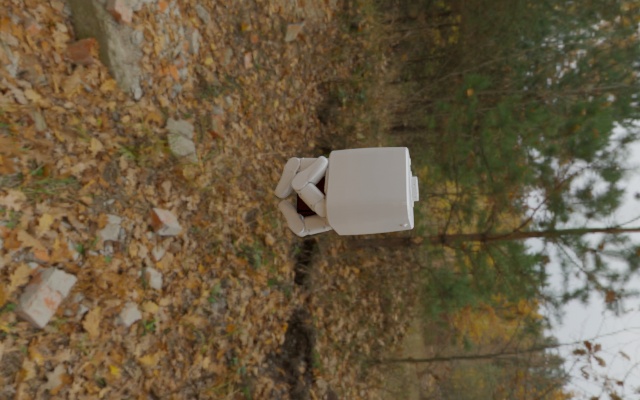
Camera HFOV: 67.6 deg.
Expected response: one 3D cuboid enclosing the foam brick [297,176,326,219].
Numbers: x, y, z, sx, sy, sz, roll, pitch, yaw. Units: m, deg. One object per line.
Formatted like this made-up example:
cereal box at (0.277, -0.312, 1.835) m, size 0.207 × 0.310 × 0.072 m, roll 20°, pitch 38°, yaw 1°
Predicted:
foam brick at (0.000, 0.002, 0.708) m, size 0.051 × 0.053 × 0.078 m, roll -4°, pitch -17°, yaw 13°
